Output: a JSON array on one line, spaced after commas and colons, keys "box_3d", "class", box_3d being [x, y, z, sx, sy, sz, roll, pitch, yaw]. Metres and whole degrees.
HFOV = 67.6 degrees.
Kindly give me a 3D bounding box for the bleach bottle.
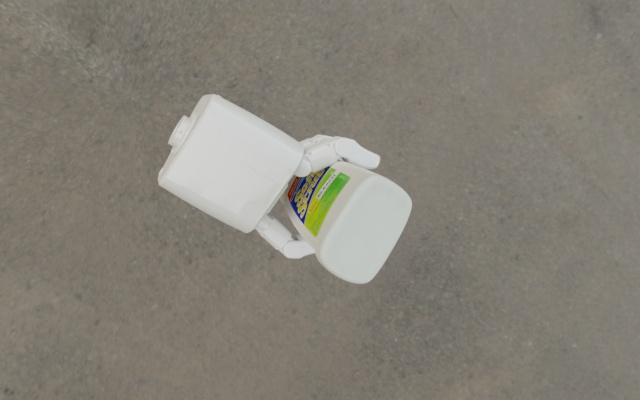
[{"box_3d": [0.000, 0.002, 0.537, 0.068, 0.102, 0.250, 32, -1, -24], "class": "bleach bottle"}]
